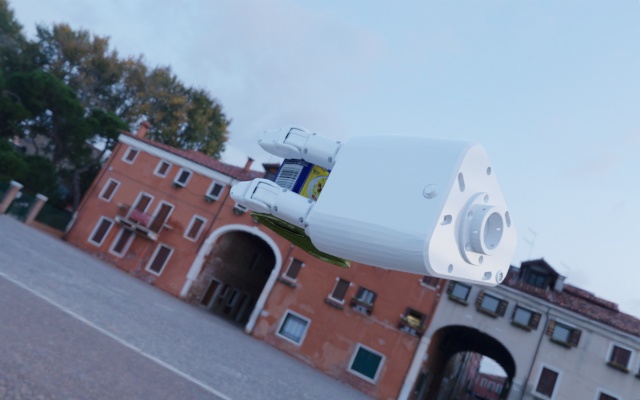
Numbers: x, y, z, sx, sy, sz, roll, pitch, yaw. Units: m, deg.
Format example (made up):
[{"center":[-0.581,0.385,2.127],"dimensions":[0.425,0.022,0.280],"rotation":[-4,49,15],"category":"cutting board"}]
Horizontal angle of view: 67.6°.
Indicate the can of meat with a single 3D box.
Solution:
[{"center":[0.000,0.001,0.438],"dimensions":[0.102,0.084,0.057],"rotation":[36,-17,-35],"category":"can of meat"}]
